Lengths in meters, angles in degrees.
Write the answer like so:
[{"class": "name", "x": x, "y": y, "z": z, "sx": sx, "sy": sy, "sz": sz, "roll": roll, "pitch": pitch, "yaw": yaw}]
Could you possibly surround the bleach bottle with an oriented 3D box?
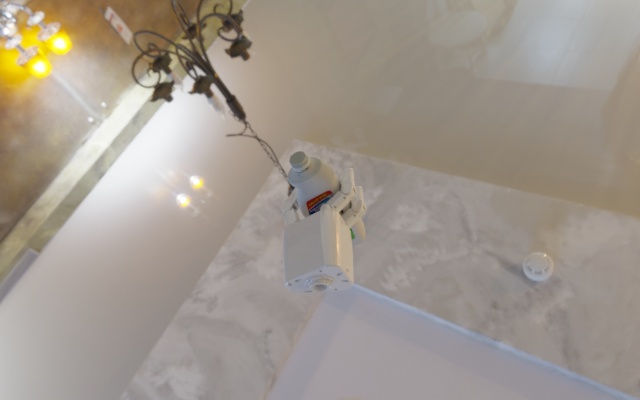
[{"class": "bleach bottle", "x": 0.000, "y": 0.003, "z": 0.859, "sx": 0.102, "sy": 0.068, "sz": 0.251, "roll": -16, "pitch": -39, "yaw": 15}]
